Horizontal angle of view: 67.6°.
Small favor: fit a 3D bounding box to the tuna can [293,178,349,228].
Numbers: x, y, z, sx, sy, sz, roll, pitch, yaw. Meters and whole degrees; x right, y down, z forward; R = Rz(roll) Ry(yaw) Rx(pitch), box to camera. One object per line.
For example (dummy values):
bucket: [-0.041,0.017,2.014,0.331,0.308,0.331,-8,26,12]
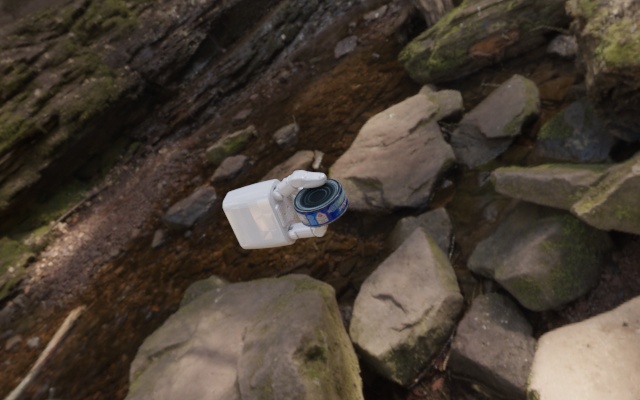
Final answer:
tuna can: [0.000,0.002,0.770,0.086,0.034,0.086,-18,34,13]
